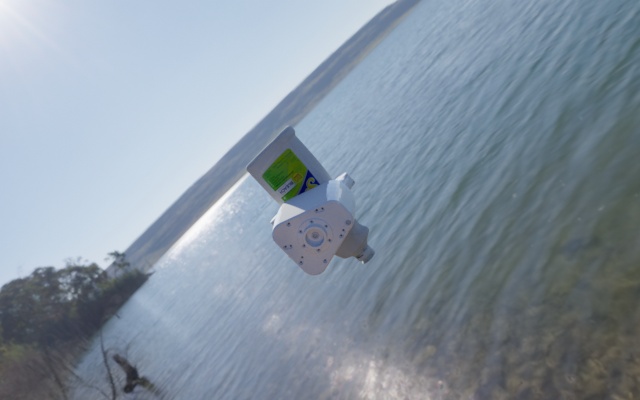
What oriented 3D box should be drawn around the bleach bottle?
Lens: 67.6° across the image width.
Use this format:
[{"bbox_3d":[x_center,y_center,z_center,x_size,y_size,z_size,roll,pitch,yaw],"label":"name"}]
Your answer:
[{"bbox_3d":[0.000,0.003,0.780,0.102,0.251,0.068,-43,9,13],"label":"bleach bottle"}]
